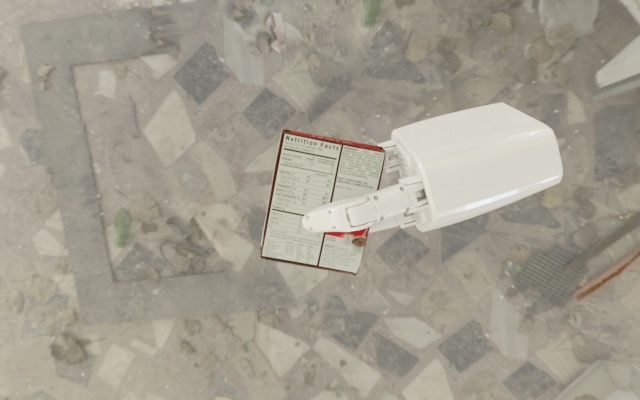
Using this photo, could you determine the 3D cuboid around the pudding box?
[{"bbox_3d":[0.000,0.001,0.411,0.090,0.113,0.039,11,7,-4],"label":"pudding box"}]
